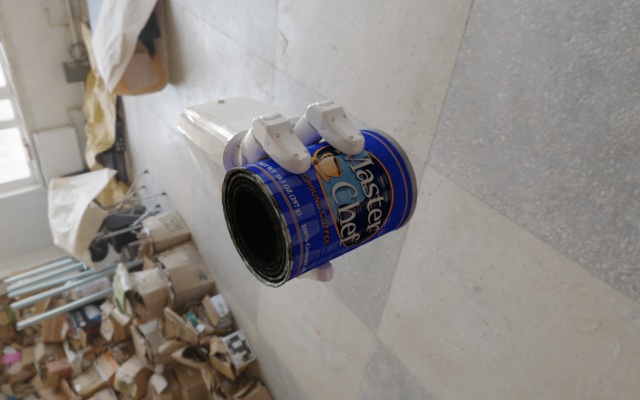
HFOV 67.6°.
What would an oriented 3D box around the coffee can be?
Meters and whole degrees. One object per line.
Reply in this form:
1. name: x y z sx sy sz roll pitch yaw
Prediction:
1. coffee can: 0.000 0.001 0.420 0.140 0.103 0.103 -21 12 -33
